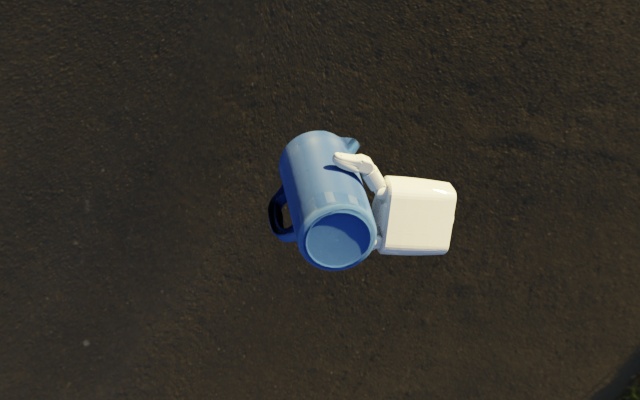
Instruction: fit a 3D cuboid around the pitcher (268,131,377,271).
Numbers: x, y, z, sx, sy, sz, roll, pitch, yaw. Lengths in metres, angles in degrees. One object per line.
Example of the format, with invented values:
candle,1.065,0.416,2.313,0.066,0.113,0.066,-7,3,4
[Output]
pitcher,0.000,0.002,0.731,0.145,0.149,0.242,5,28,-10
